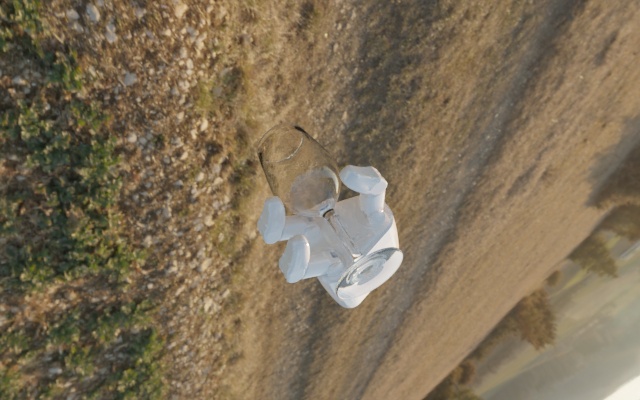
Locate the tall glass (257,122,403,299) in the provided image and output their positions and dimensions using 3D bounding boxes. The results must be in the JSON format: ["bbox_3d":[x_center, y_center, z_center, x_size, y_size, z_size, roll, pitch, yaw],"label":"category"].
[{"bbox_3d":[0.000,0.002,0.505,0.079,0.079,0.201,0,44,-41],"label":"tall glass"}]
